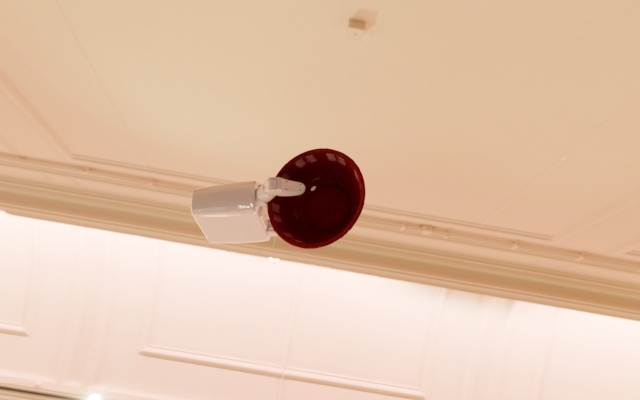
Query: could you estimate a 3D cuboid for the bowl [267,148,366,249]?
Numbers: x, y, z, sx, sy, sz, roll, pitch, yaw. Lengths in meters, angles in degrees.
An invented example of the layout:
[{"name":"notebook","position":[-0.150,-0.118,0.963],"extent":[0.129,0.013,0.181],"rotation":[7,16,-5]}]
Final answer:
[{"name":"bowl","position":[0.001,0.003,0.745],"extent":[0.162,0.162,0.055],"rotation":[0,-19,24]}]
